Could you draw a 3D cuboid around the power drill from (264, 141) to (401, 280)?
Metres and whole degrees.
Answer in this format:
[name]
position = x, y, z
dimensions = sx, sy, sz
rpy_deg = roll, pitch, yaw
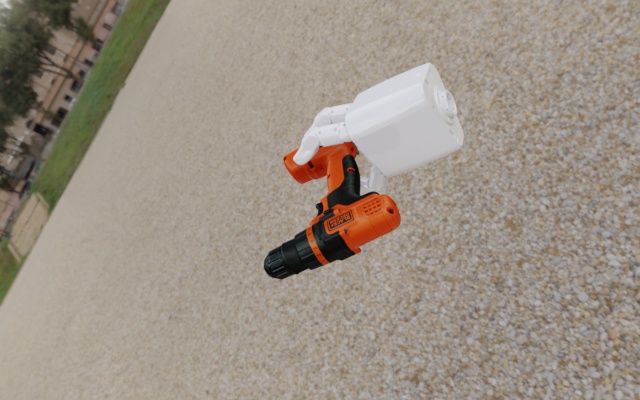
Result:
[power drill]
position = 0.000, 0.002, 0.635
dimensions = 0.184, 0.187, 0.057
rpy_deg = -25, -44, 12
